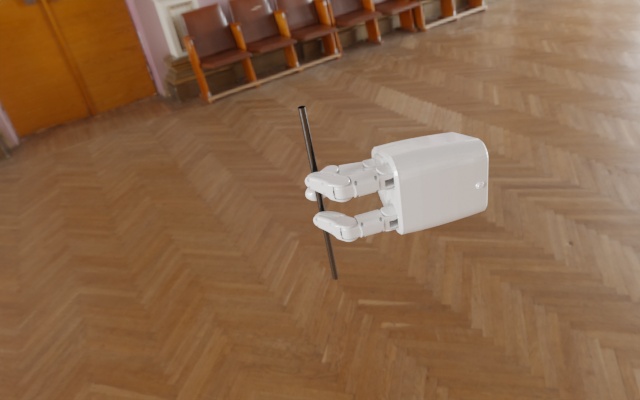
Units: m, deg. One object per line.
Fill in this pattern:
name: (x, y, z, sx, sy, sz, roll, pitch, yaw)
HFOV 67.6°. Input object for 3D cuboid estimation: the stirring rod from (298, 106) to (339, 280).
stirring rod: (0.000, 0.002, 0.567, 0.011, 0.240, 0.011, -8, 32, 5)
